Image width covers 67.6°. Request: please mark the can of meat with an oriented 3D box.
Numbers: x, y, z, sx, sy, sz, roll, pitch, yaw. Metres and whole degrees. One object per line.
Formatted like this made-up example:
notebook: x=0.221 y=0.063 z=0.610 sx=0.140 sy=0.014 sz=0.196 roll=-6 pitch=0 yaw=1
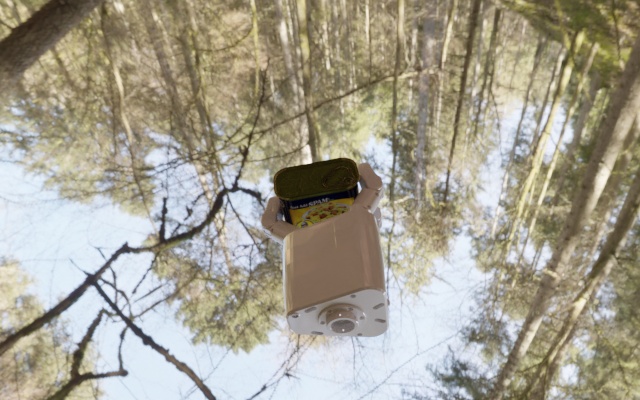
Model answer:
can of meat: x=0.000 y=0.002 z=0.593 sx=0.102 sy=0.084 sz=0.057 roll=-11 pitch=43 yaw=0
